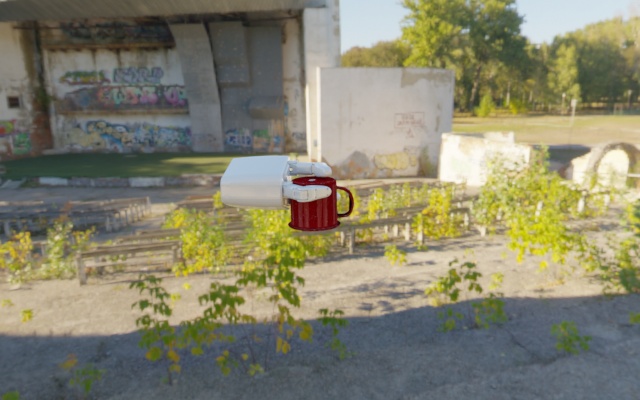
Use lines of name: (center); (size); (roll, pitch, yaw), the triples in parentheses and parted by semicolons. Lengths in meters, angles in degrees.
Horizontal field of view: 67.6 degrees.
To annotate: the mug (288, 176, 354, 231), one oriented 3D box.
mug: (0.002, 0.003, 0.834); (0.117, 0.081, 0.093); (0, 12, 3)
